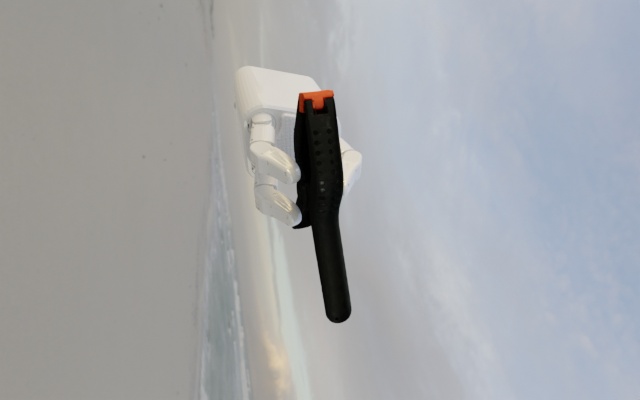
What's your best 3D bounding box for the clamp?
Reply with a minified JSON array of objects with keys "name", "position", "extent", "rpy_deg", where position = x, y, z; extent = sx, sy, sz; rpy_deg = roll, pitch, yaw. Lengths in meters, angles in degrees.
[{"name":"clamp","position":[0.001,0.001,0.453],"extent":[0.036,0.210,0.164],"rpy_deg":[-10,43,-14]}]
